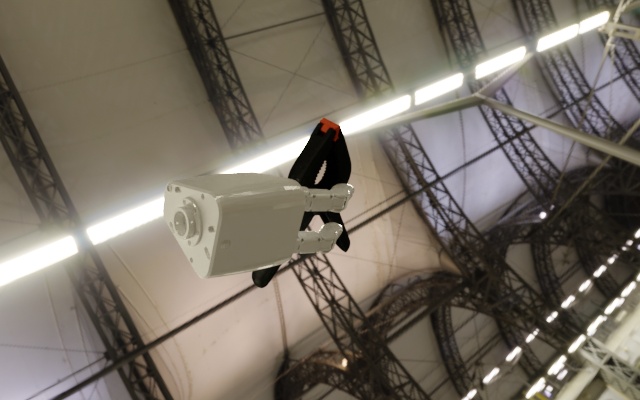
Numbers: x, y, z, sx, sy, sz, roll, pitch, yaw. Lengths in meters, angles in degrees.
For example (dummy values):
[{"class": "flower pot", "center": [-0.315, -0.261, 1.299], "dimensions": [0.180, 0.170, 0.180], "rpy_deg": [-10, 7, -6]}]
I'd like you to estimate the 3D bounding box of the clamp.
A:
[{"class": "clamp", "center": [-0.001, 0.001, 0.594], "dimensions": [0.036, 0.210, 0.164], "rpy_deg": [32, 27, 35]}]
